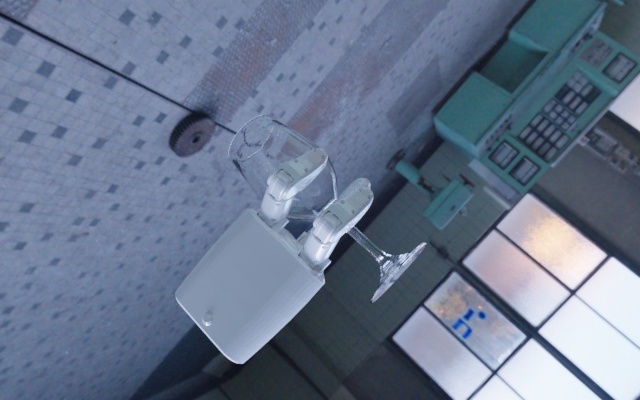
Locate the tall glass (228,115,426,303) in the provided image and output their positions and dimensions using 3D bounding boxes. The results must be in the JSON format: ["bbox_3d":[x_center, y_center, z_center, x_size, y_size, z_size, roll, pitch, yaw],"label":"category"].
[{"bbox_3d":[0.001,0.002,0.459,0.201,0.079,0.079,43,14,16],"label":"tall glass"}]
